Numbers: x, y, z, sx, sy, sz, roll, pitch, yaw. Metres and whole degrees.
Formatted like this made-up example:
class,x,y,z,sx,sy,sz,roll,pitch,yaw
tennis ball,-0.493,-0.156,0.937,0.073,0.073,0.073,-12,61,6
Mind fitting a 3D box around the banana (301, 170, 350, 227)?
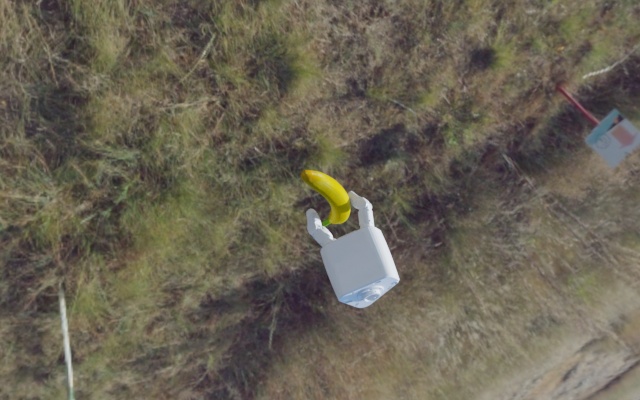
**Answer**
class,x,y,z,sx,sy,sz,roll,pitch,yaw
banana,0.019,-0.001,0.898,0.069,0.037,0.198,-18,-34,2
